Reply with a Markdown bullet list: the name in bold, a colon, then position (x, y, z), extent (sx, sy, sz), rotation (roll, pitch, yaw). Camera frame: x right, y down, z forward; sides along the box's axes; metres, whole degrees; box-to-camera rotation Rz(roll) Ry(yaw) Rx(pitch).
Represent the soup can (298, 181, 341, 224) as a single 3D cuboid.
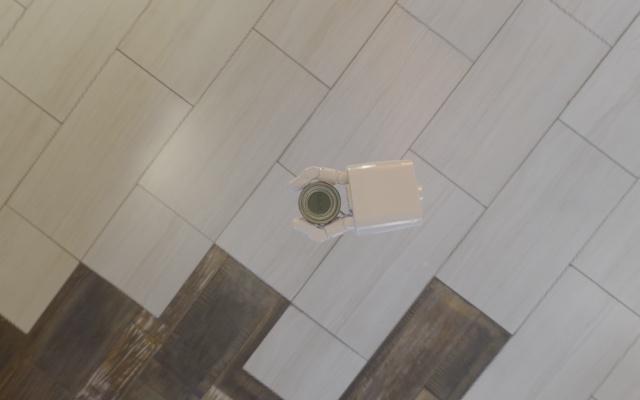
- **soup can**: position (0.000, 0.003, 0.778), extent (0.068, 0.068, 0.102), rotation (0, 2, 2)
